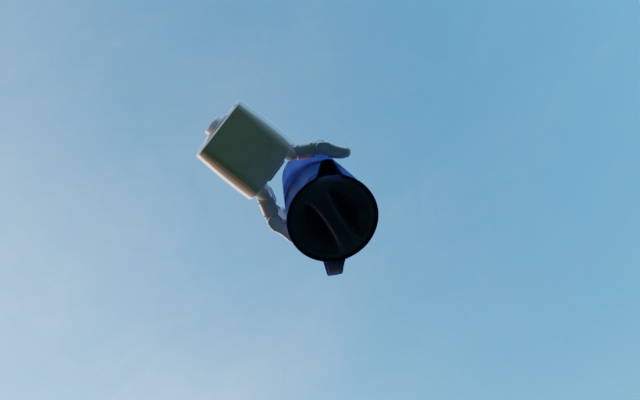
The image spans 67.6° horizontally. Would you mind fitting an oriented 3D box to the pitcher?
[{"bbox_3d":[0.000,0.002,0.785,0.145,0.149,0.242,36,9,-18],"label":"pitcher"}]
